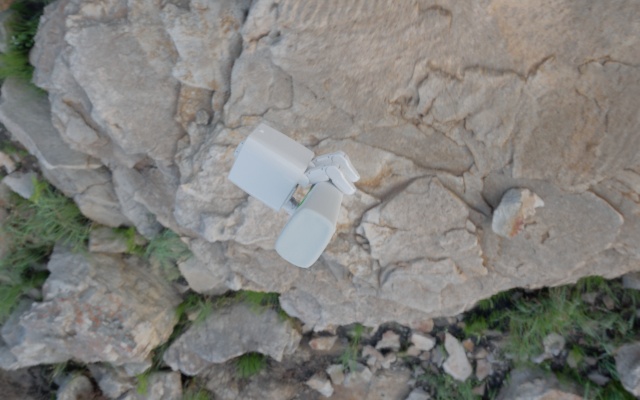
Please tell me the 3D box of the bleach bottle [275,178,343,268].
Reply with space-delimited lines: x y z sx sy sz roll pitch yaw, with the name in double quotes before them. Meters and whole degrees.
"bleach bottle" 0.000 0.003 0.801 0.068 0.103 0.250 32 27 -4
